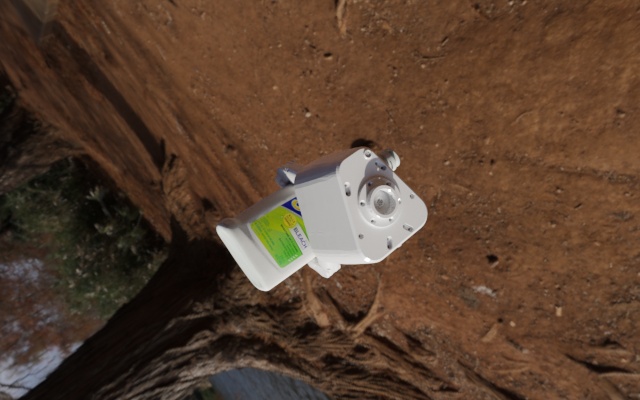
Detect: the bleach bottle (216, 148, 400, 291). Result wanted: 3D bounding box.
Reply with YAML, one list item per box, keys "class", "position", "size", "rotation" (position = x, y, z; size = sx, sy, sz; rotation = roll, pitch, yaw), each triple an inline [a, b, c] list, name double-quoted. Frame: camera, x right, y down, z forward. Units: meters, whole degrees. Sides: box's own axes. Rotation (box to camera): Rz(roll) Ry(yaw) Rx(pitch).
- class: "bleach bottle"
  position: [0.000, 0.002, 0.608]
  size: [0.250, 0.102, 0.068]
  rotation: [-36, 9, -22]
